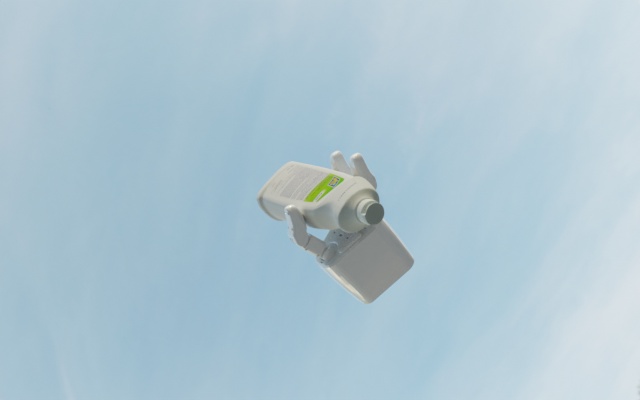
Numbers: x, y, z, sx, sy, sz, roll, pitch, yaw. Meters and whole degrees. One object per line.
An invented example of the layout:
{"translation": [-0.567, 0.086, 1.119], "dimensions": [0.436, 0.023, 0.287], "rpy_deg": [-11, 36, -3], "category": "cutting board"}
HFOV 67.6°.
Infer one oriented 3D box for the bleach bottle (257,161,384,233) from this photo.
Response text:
{"translation": [0.000, 0.002, 0.685], "dimensions": [0.068, 0.102, 0.251], "rpy_deg": [47, -14, -28], "category": "bleach bottle"}
